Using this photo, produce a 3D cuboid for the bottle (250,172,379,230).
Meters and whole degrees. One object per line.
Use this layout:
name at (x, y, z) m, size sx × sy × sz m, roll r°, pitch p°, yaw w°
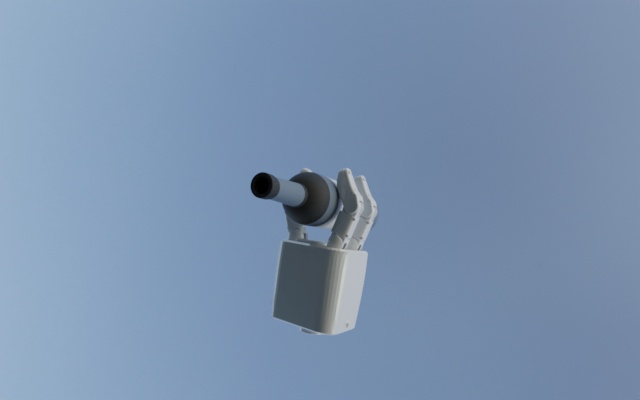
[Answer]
bottle at (0.000, 0.002, 0.624) m, size 0.069 × 0.069 × 0.296 m, roll 0°, pitch -7°, yaw 25°
